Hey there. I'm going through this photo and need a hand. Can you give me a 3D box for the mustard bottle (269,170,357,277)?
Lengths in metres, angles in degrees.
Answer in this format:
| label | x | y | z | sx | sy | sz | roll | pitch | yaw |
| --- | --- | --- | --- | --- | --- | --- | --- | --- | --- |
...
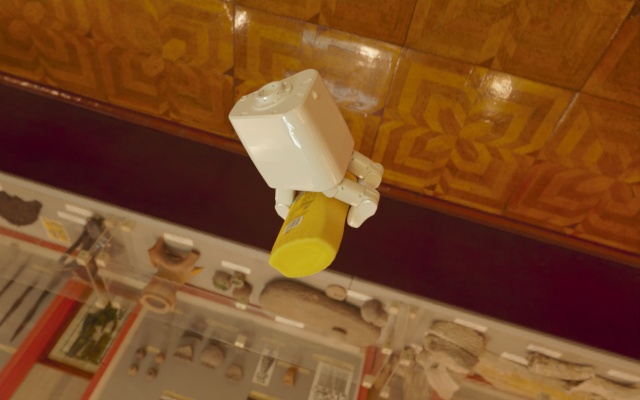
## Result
| label | x | y | z | sx | sy | sz | roll | pitch | yaw |
| --- | --- | --- | --- | --- | --- | --- | --- | --- | --- |
| mustard bottle | 0.000 | 0.002 | 0.606 | 0.058 | 0.191 | 0.096 | 39 | -46 | -20 |
